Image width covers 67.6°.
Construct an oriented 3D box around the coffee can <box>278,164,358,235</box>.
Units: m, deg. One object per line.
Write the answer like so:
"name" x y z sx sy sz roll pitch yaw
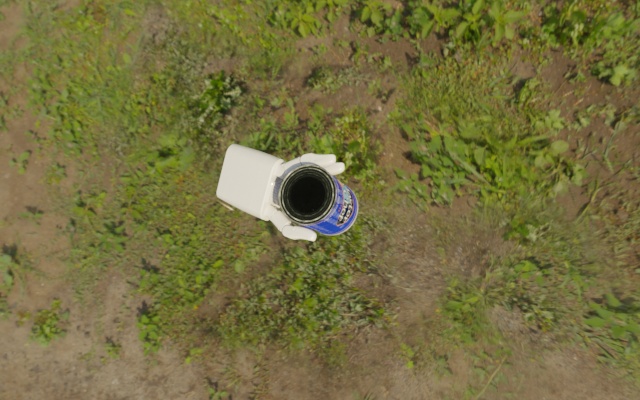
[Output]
"coffee can" 0.000 0.003 0.843 0.103 0.103 0.140 0 -11 19
